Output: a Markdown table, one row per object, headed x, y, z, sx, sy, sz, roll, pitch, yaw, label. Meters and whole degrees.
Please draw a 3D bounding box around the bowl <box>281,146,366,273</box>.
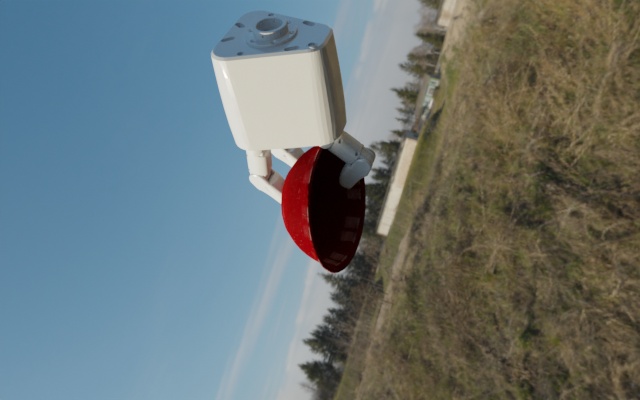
| x | y | z | sx | sy | sz | roll | pitch | yaw | label |
| --- | --- | --- | --- | --- | --- | --- | --- | --- | --- |
| 0.000 | 0.003 | 0.562 | 0.055 | 0.162 | 0.162 | 1 | 0 | 26 | bowl |
